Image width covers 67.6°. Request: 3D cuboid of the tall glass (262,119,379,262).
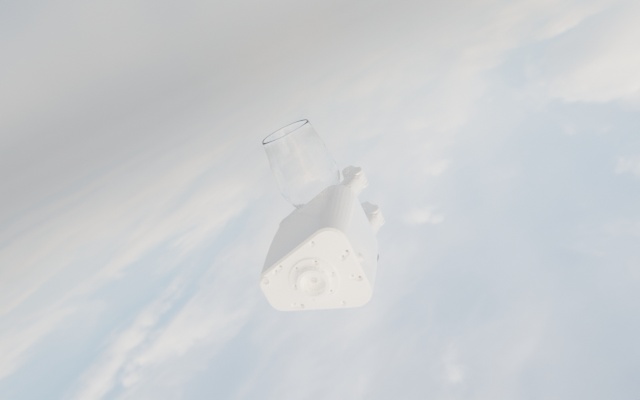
[{"bbox_3d":[0.000,0.003,0.598,0.079,0.201,0.079,-24,18,8],"label":"tall glass"}]
